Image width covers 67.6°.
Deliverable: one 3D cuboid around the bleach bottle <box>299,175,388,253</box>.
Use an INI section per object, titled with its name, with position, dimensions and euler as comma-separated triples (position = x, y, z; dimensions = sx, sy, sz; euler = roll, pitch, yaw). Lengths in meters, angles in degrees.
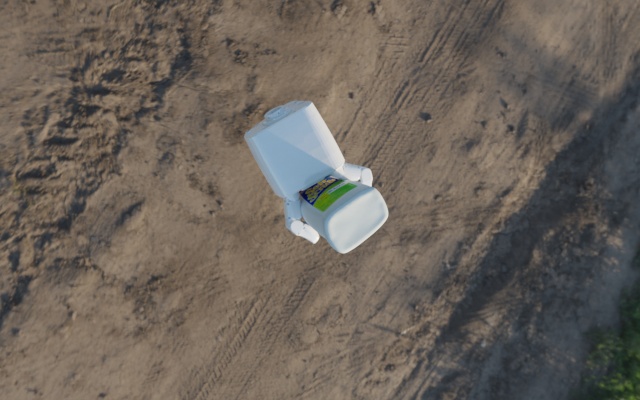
[bleach bottle]
position = 0.000, 0.002, 0.761
dimensions = 0.102, 0.068, 0.250
euler = -36, 24, -15
